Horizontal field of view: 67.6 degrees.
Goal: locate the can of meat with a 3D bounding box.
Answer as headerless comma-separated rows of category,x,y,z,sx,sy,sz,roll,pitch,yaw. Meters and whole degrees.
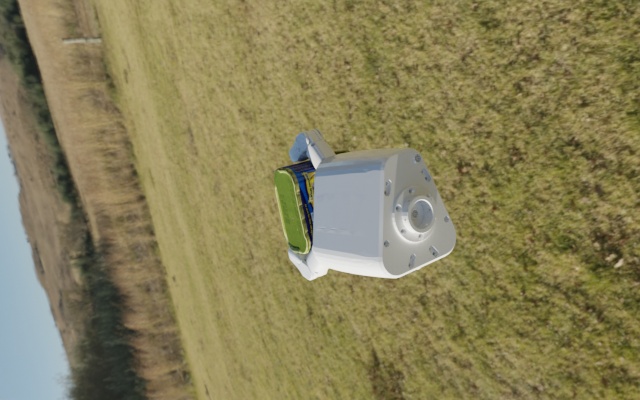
can of meat,0.000,0.002,0.539,0.084,0.102,0.057,-17,11,-30
